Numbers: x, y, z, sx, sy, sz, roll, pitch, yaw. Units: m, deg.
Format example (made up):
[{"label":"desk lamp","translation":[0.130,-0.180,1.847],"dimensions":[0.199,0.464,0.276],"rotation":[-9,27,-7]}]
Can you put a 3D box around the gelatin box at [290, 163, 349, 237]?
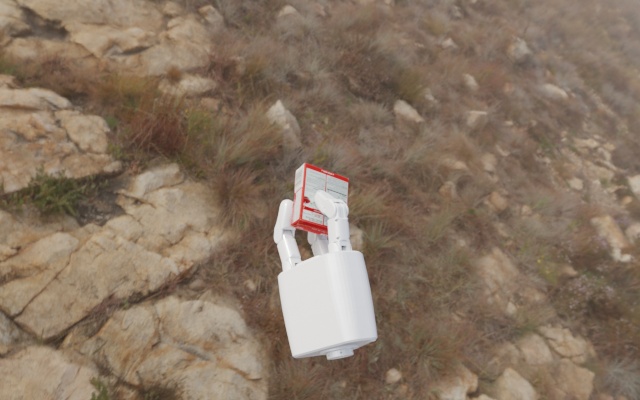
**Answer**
[{"label":"gelatin box","translation":[0.000,0.002,0.651],"dimensions":[0.073,0.089,0.030],"rotation":[18,-29,-26]}]
